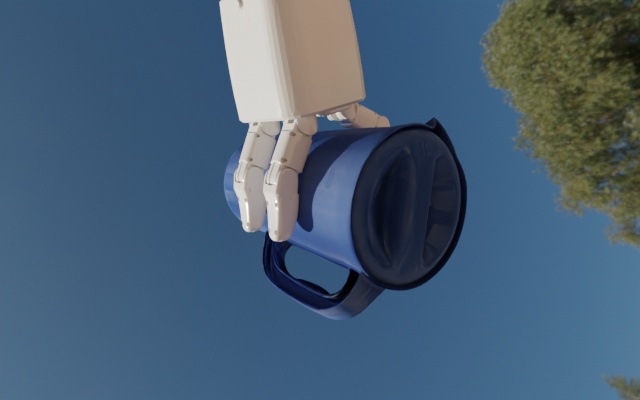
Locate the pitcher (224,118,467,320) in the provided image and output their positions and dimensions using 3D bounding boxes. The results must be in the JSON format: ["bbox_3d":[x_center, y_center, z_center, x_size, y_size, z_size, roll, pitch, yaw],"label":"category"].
[{"bbox_3d":[0.000,0.001,0.461,0.149,0.145,0.243,-19,18,-34],"label":"pitcher"}]
